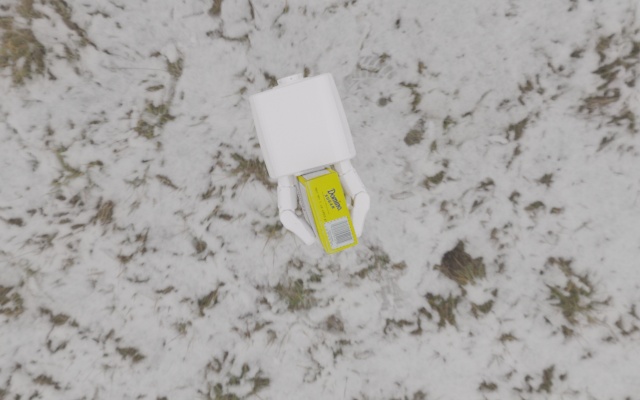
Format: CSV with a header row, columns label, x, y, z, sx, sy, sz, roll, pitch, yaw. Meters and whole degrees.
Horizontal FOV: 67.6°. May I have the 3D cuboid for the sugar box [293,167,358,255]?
label,x,y,z,sx,sy,sz,roll,pitch,yaw
sugar box,0.001,0.002,0.631,0.048,0.093,0.176,-17,12,-4
